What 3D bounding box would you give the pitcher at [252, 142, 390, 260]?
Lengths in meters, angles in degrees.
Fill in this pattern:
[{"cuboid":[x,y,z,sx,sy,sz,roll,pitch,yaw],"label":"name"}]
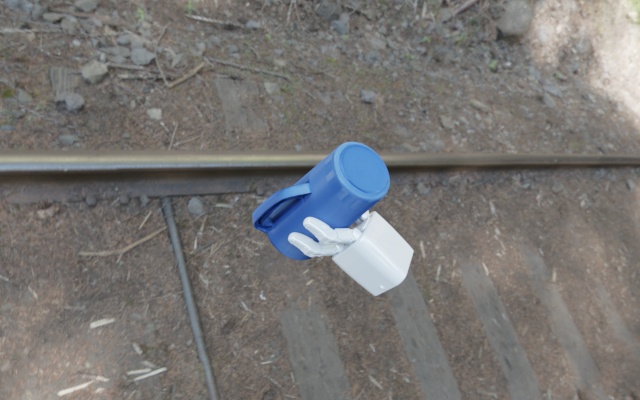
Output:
[{"cuboid":[0.000,0.003,0.832,0.243,0.145,0.149,-42,6,48],"label":"pitcher"}]
